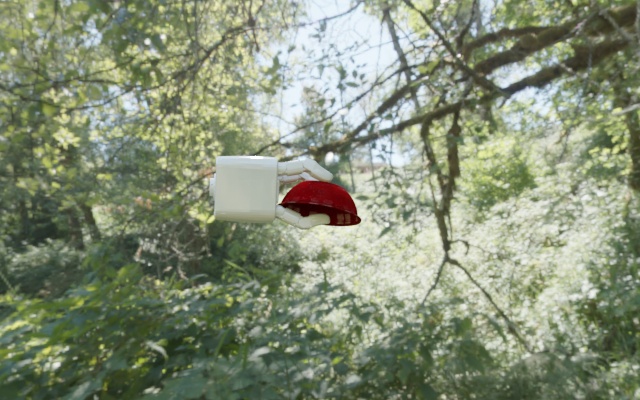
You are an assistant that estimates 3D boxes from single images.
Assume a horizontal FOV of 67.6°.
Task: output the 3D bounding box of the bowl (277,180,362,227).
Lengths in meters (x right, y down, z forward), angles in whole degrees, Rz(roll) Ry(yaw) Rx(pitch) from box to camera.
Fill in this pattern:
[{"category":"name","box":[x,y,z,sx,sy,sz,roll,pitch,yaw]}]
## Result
[{"category":"bowl","box":[0.001,0.003,0.890,0.162,0.055,0.162,9,-15,2]}]
